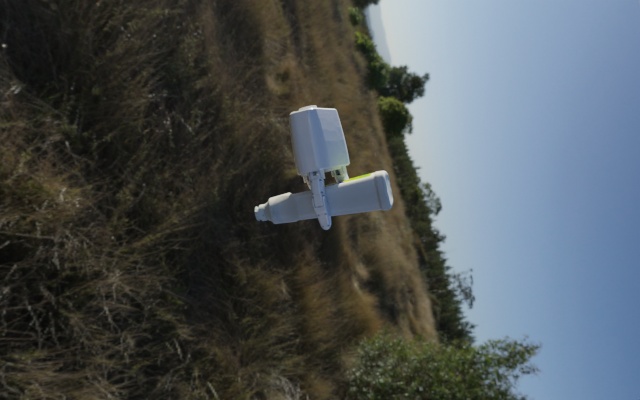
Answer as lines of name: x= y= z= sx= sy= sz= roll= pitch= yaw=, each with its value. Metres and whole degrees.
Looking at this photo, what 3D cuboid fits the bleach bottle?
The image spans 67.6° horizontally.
bleach bottle: x=0.000 y=0.003 z=0.859 sx=0.251 sy=0.068 sz=0.102 roll=-11 pitch=3 yaw=13
